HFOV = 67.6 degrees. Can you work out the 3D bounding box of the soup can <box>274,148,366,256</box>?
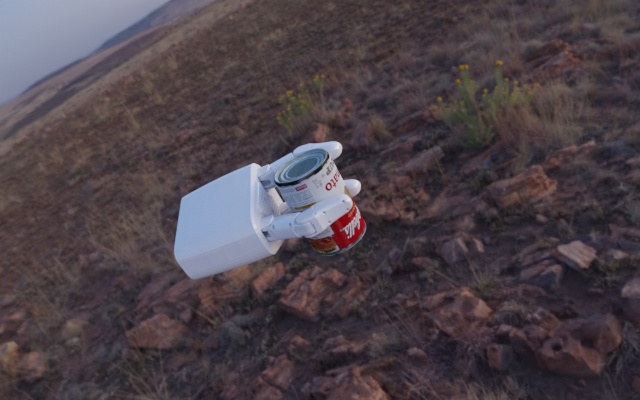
[{"bbox_3d":[0.000,0.001,0.532,0.068,0.102,0.068,-22,28,13],"label":"soup can"}]
